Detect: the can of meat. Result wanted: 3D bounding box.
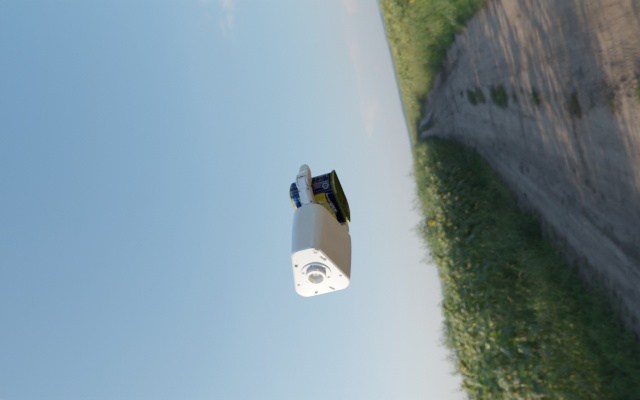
[{"bbox_3d":[0.000,0.003,0.863,0.084,0.102,0.057,-15,39,12],"label":"can of meat"}]
